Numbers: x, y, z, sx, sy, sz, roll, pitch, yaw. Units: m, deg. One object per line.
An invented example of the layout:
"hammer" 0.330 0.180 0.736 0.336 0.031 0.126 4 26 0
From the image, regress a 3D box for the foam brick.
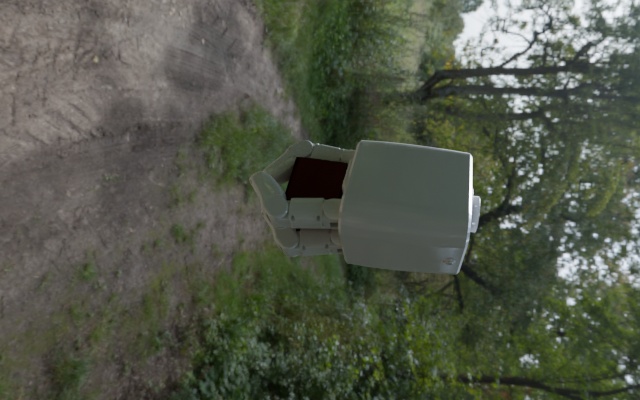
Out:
"foam brick" 0.000 0.002 0.472 0.051 0.053 0.078 8 -27 13
